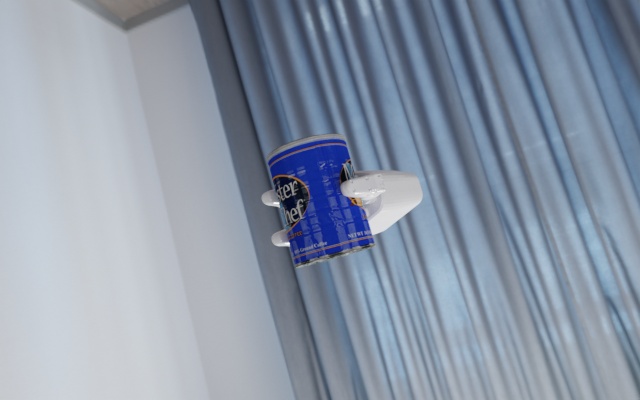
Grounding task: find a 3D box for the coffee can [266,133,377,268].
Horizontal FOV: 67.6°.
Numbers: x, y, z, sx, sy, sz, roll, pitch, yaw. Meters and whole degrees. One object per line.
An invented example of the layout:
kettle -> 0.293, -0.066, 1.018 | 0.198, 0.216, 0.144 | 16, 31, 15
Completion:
coffee can -> 0.000, 0.002, 0.587 | 0.103, 0.140, 0.103 | -15, -9, -2
